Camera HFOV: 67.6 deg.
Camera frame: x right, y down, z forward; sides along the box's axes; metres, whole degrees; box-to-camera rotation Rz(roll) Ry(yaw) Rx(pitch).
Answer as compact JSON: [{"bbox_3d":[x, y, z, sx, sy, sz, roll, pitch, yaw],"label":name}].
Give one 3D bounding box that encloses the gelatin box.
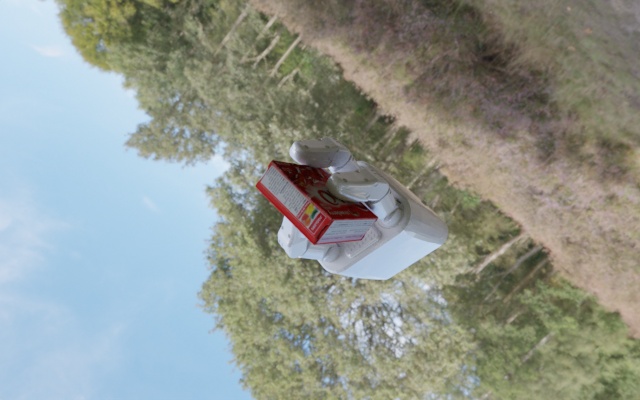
[{"bbox_3d":[0.000,0.002,0.402,0.073,0.030,0.089,44,20,24],"label":"gelatin box"}]
